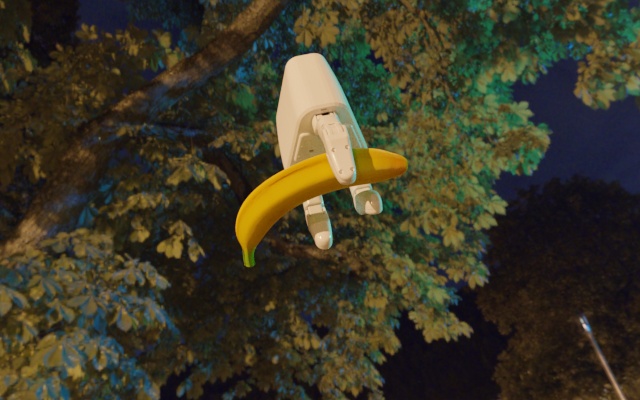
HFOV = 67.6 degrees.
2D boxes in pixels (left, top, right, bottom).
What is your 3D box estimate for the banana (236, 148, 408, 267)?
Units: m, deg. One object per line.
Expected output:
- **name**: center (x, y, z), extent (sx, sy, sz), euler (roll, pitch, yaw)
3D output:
- **banana**: center (-0.012, -0.008, 0.472), extent (0.198, 0.037, 0.070), euler (-31, -51, 10)
